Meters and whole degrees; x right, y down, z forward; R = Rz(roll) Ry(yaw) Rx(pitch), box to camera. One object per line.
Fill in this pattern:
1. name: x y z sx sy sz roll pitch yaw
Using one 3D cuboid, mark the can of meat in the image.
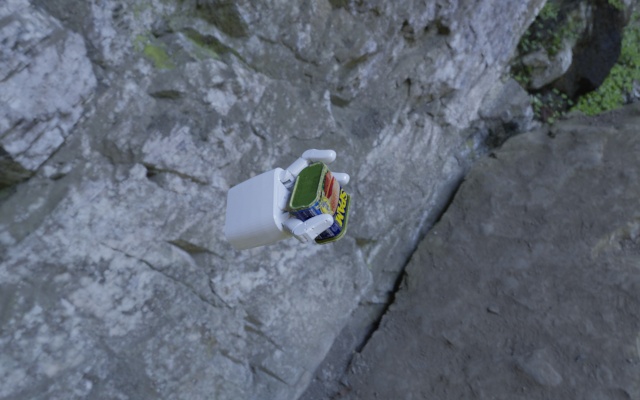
1. can of meat: 0.000 0.002 0.744 0.057 0.102 0.084 -16 -49 28
